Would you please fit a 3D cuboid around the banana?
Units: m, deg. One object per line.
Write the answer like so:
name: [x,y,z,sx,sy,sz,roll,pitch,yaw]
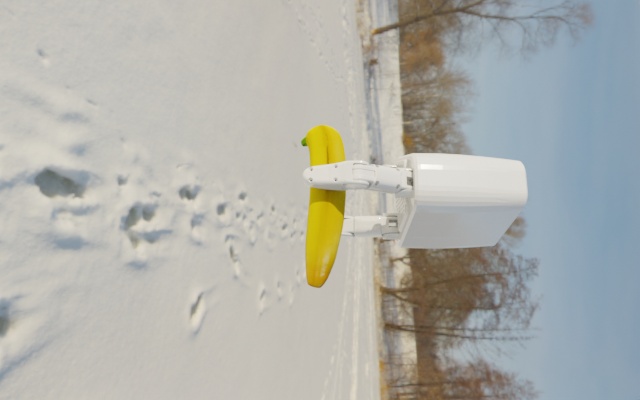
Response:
banana: [0.004,-0.013,0.478,0.037,0.197,0.070,7,-40,-10]
